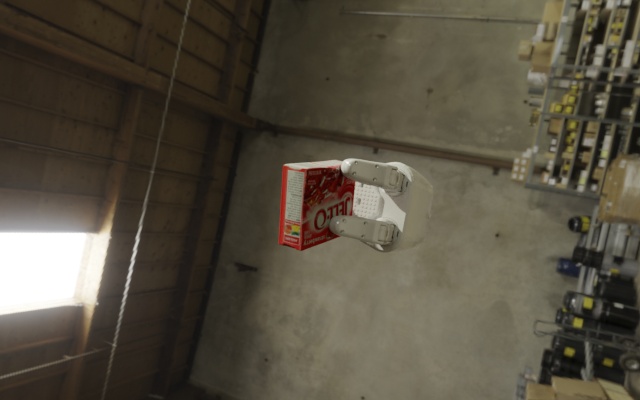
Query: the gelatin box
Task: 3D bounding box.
[{"bbox_3d":[-0.001,0.001,0.448,0.030,0.073,0.089,12,13,33],"label":"gelatin box"}]
